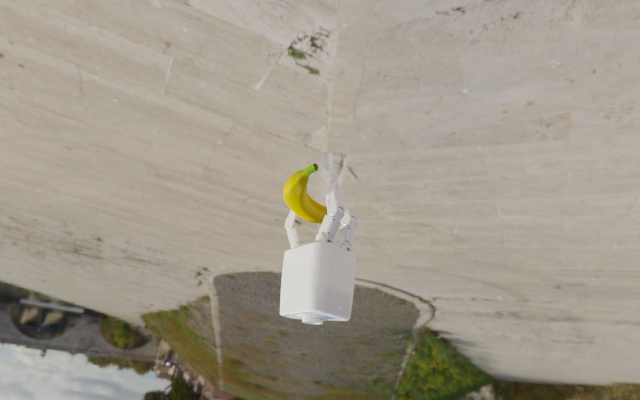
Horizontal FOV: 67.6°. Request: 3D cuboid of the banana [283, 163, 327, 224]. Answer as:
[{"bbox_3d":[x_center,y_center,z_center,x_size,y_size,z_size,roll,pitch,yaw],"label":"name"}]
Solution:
[{"bbox_3d":[-0.019,0.002,0.783,0.069,0.037,0.198,-4,-25,11],"label":"banana"}]
